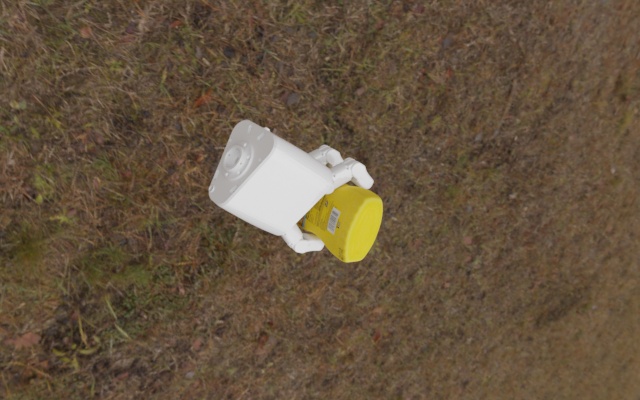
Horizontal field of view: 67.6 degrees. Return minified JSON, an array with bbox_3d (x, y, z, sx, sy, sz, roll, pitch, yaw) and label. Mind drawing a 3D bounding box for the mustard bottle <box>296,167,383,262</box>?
[{"bbox_3d":[0.001,0.002,0.677,0.058,0.096,0.191,-2,25,-40],"label":"mustard bottle"}]
